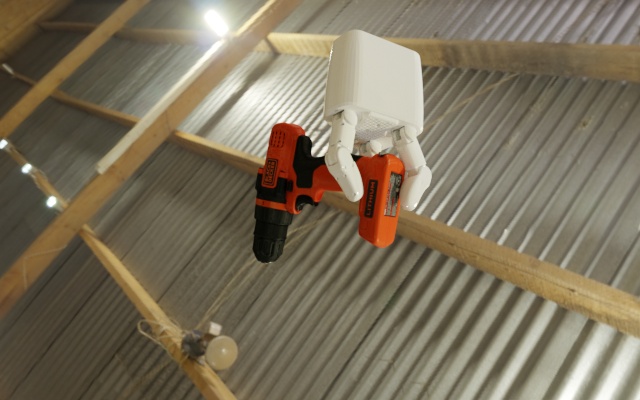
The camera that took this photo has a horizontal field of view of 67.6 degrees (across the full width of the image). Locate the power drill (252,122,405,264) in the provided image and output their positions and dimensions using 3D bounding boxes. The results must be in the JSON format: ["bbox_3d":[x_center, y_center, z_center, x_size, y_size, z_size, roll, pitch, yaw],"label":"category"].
[{"bbox_3d":[0.001,0.002,0.582,0.187,0.184,0.057,11,4,30],"label":"power drill"}]
